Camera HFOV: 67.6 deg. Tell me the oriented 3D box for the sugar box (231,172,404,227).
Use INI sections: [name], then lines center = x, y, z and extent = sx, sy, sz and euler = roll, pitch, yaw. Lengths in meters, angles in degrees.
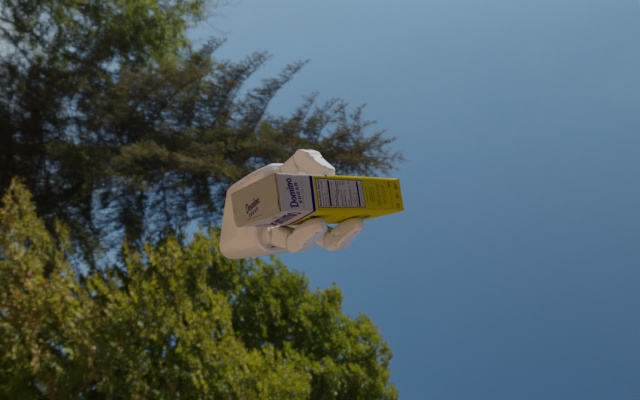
[sugar box]
center = 0.000, 0.002, 0.536
extent = 0.176, 0.048, 0.093
euler = -3, -10, -39
